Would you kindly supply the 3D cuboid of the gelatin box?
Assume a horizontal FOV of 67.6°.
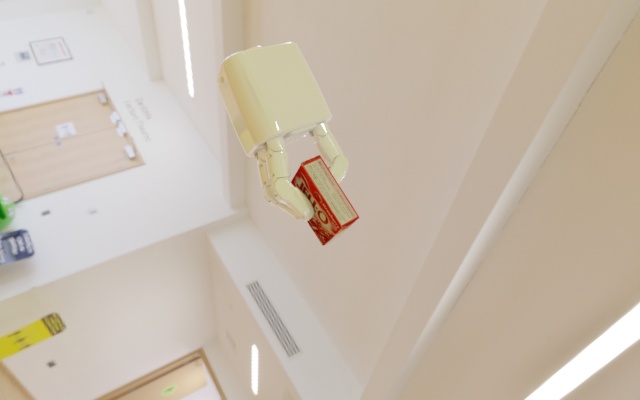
[{"bbox_3d":[0.001,0.002,0.566,0.030,0.089,0.073,-28,-10,-26],"label":"gelatin box"}]
